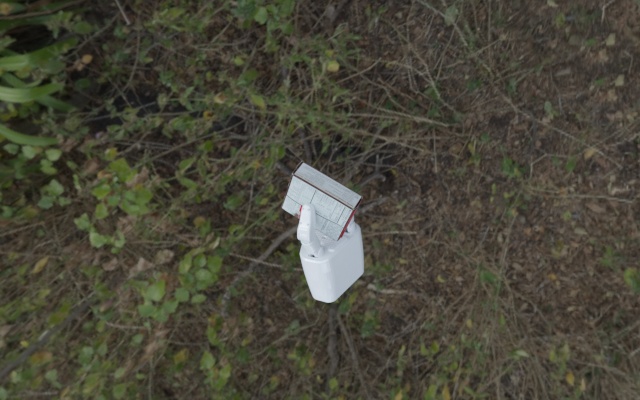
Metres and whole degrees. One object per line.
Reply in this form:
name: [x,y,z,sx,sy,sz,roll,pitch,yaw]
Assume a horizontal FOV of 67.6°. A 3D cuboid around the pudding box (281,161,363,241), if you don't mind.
pudding box: [0.000,0.003,0.752,0.113,0.039,0.090,30,-41,5]
